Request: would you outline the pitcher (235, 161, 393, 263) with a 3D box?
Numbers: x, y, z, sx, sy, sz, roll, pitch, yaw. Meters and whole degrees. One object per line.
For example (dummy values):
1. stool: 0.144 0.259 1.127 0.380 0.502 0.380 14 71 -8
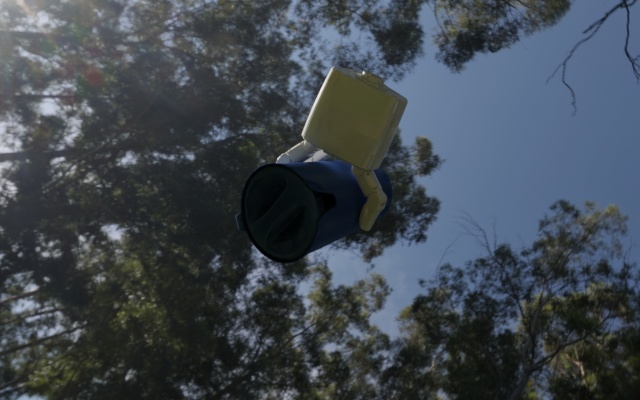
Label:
1. pitcher: 0.000 0.002 0.722 0.149 0.145 0.243 36 27 25
